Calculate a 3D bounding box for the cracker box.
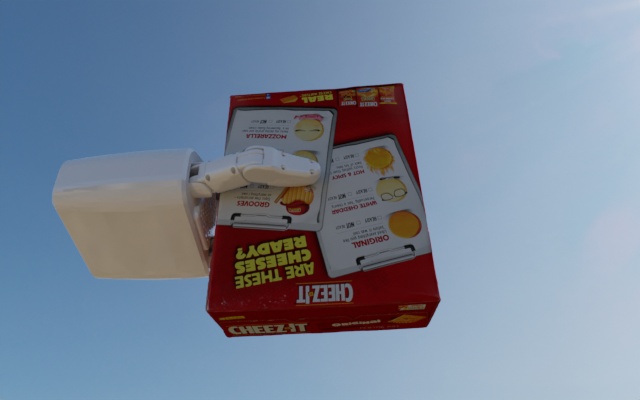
[{"bbox_3d":[0.000,0.001,0.409,0.164,0.213,0.072,-3,-33,2],"label":"cracker box"}]
